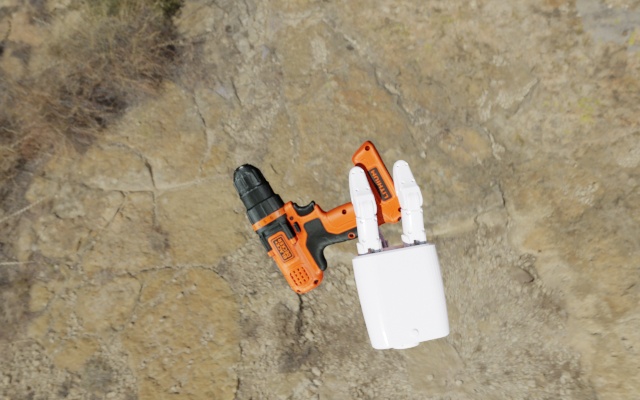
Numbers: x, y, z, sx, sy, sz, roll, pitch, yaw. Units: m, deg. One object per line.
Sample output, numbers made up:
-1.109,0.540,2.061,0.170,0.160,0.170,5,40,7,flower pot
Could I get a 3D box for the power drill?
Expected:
0.001,0.002,0.606,0.188,0.184,0.057,-30,3,13,power drill
